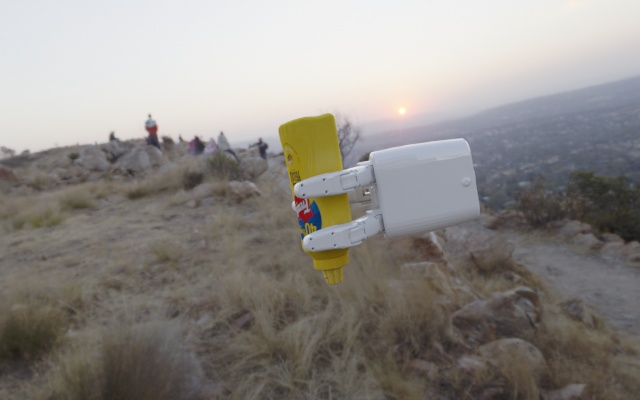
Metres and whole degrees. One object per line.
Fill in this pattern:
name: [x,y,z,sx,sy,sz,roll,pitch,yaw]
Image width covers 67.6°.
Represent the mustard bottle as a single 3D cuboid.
mustard bottle: [0.000,0.002,0.547,0.058,0.191,0.096,-13,6,-22]
